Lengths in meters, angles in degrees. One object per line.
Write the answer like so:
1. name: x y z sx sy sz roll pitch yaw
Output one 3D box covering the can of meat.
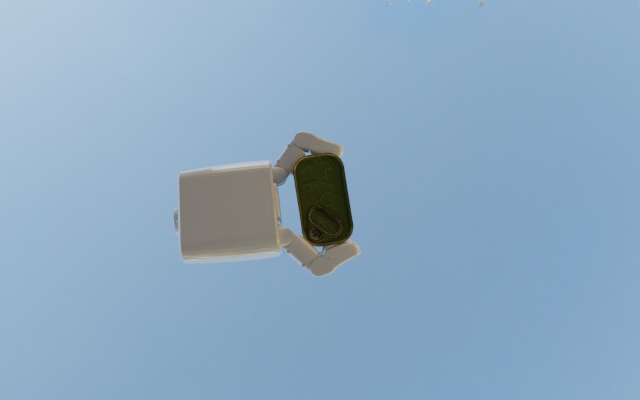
1. can of meat: 0.000 0.002 0.564 0.057 0.102 0.084 -9 -4 -5
